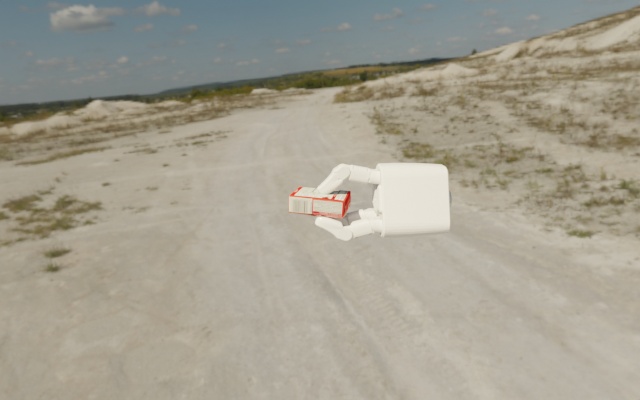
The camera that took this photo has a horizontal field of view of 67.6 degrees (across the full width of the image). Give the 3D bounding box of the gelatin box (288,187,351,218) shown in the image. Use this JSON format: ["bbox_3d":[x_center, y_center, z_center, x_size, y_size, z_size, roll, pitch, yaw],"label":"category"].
[{"bbox_3d":[0.000,0.002,0.751,0.089,0.030,0.073,6,14,9],"label":"gelatin box"}]
